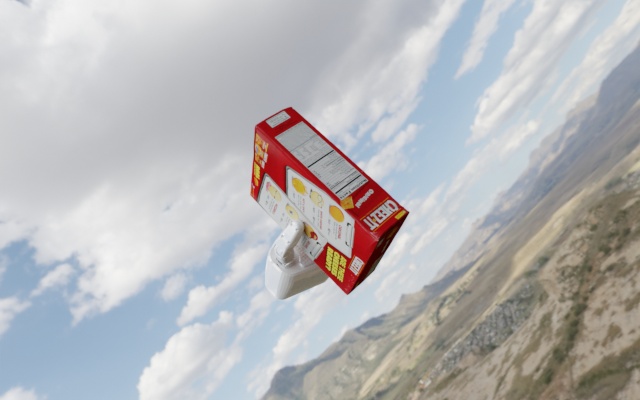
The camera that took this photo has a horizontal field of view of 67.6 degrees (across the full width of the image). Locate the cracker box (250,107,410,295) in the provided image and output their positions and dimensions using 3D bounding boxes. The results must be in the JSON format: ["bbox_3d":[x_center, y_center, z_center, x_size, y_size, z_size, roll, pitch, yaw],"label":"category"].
[{"bbox_3d":[0.000,0.002,0.642,0.072,0.213,0.164,-37,-19,-29],"label":"cracker box"}]
